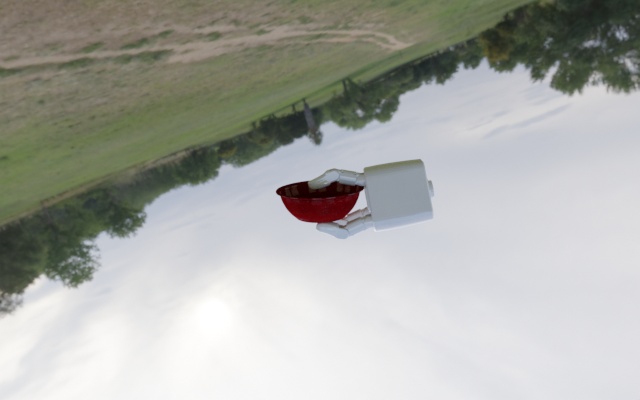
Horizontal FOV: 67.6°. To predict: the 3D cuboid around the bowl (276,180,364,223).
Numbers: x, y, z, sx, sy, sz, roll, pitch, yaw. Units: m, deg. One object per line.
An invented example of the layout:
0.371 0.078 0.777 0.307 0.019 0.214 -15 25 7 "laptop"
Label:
-0.001 0.003 0.873 0.162 0.055 0.162 -2 14 1 "bowl"
